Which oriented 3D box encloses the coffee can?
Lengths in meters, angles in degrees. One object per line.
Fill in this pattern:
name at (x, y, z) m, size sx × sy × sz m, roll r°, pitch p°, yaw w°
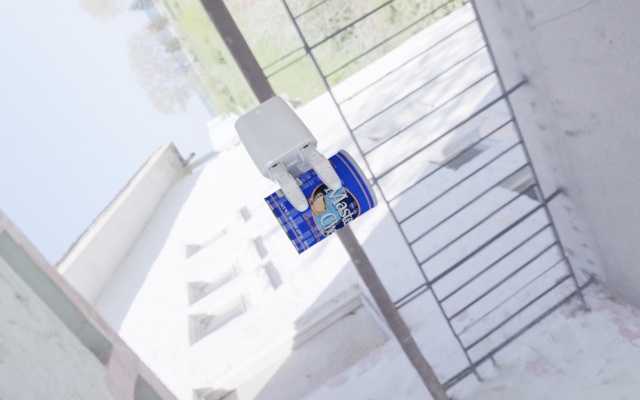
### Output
coffee can at (0.000, 0.002, 0.720) m, size 0.140 × 0.103 × 0.103 m, roll -32°, pitch 4°, yaw -6°
